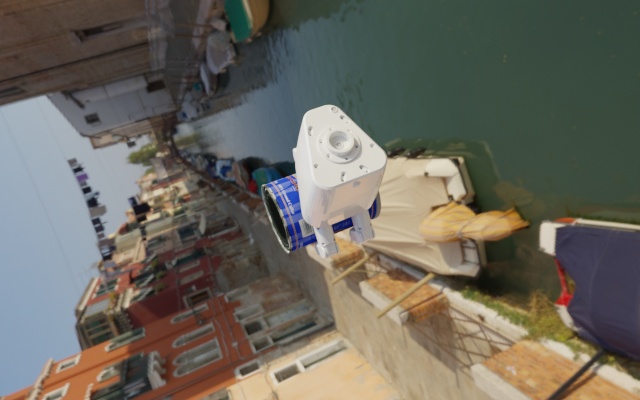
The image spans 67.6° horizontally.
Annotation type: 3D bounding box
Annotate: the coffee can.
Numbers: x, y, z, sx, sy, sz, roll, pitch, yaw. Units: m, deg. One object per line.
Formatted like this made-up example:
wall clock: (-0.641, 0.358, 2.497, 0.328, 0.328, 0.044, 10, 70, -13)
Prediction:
coffee can: (0.000, 0.002, 0.680, 0.140, 0.103, 0.103, -21, 6, -15)
